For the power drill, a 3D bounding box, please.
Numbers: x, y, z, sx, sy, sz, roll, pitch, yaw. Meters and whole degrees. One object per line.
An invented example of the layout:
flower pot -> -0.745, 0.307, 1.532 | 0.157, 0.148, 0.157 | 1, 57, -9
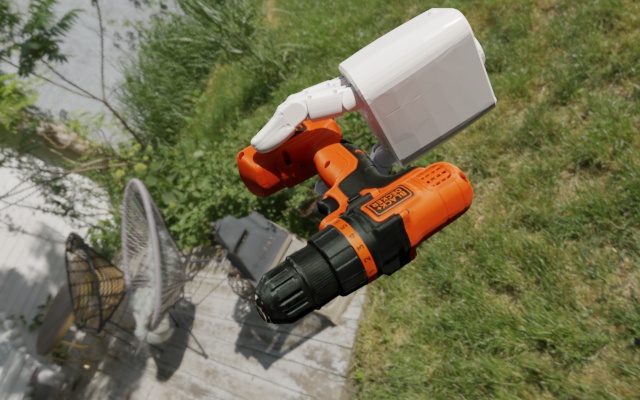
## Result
power drill -> 0.000, 0.001, 0.401 | 0.184, 0.057, 0.187 | -29, 41, -17
